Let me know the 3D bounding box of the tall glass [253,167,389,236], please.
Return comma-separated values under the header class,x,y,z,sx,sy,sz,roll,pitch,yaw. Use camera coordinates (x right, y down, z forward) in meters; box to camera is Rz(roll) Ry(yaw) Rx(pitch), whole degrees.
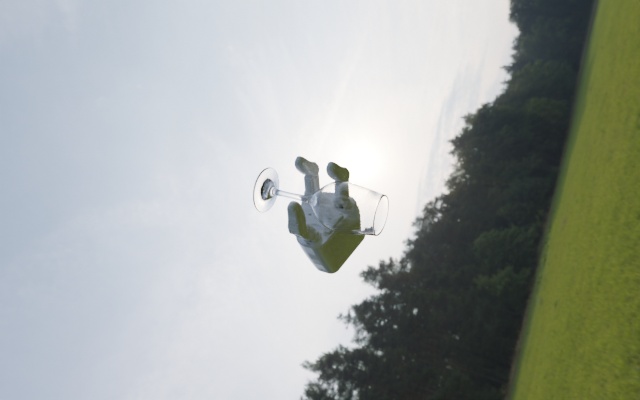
class,x,y,z,sx,sy,sz,roll,pitch,yaw
tall glass,-0.001,0.002,0.732,0.201,0.079,0.079,12,5,25
